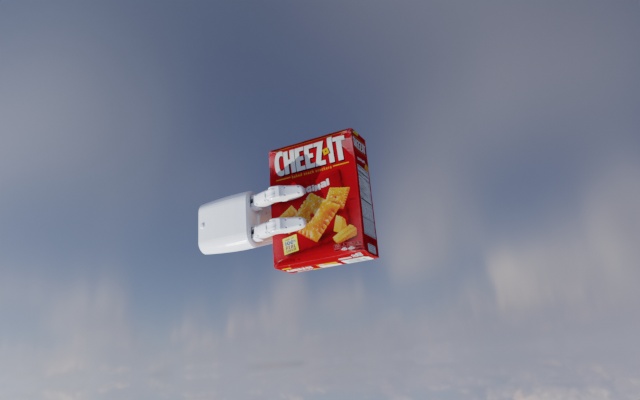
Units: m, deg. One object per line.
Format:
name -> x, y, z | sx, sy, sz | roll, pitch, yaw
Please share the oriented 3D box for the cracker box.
cracker box -> 0.000, 0.003, 0.804 | 0.164, 0.213, 0.072 | -13, -20, 23
